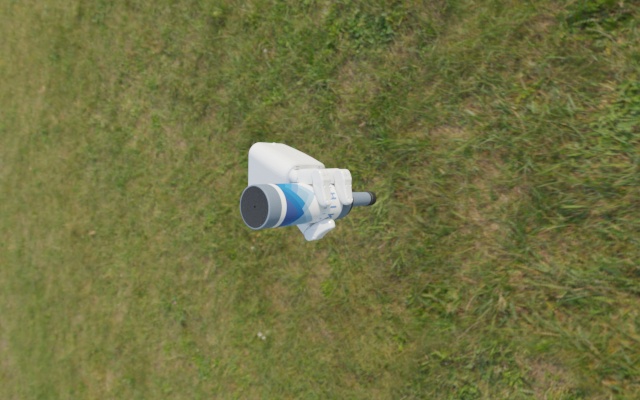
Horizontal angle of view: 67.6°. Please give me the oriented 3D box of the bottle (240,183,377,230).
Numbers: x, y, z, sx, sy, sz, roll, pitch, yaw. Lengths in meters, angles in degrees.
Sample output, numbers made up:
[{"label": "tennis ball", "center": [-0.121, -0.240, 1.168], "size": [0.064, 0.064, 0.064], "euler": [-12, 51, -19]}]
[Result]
[{"label": "bottle", "center": [0.000, 0.003, 0.807], "size": [0.069, 0.069, 0.295], "euler": [0, 3, 41]}]
